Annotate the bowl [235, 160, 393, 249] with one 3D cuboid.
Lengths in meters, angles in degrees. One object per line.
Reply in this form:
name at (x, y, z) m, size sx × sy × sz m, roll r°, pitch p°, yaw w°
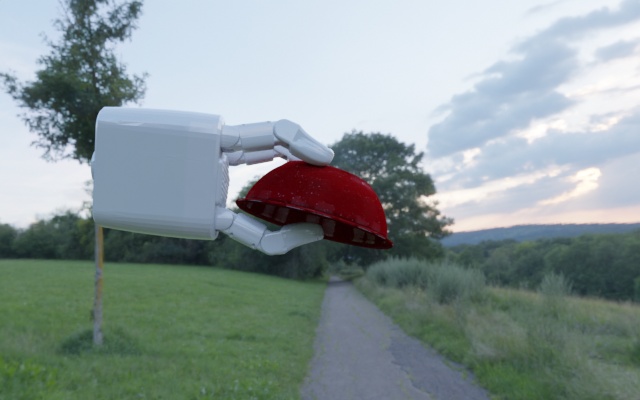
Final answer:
bowl at (0.001, 0.002, 0.480) m, size 0.162 × 0.055 × 0.162 m, roll 16°, pitch -11°, yaw 3°
